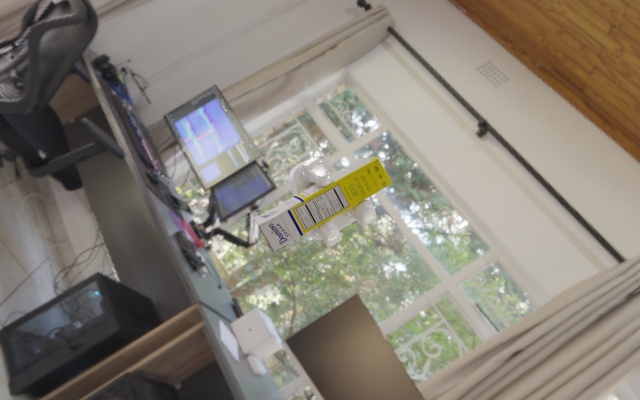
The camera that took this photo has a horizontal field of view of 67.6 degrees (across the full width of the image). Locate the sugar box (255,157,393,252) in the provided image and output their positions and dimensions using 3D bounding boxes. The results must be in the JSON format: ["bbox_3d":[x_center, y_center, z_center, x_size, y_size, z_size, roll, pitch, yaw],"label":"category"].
[{"bbox_3d":[0.000,0.002,0.636,0.176,0.048,0.093,-32,9,-6],"label":"sugar box"}]
